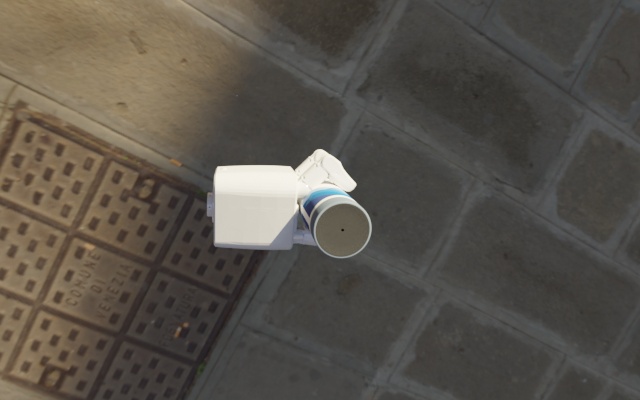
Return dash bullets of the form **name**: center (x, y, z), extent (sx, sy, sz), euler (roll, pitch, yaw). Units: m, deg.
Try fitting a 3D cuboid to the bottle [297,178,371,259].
- **bottle**: center (0.000, 0.002, 0.671), extent (0.069, 0.069, 0.295), euler (0, 12, -10)
